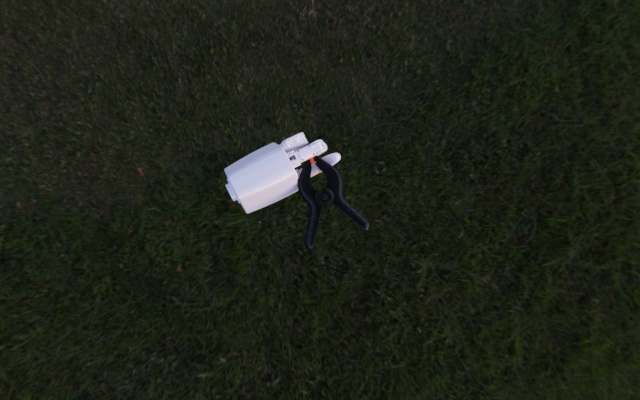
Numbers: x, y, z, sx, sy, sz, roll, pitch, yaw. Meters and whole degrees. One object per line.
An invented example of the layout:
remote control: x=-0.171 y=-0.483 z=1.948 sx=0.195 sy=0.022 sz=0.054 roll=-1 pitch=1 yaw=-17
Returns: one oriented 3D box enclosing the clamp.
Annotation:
clamp: x=0.000 y=0.003 z=0.845 sx=0.120 sy=0.171 sz=0.039 roll=-28 pitch=1 yaw=-8
